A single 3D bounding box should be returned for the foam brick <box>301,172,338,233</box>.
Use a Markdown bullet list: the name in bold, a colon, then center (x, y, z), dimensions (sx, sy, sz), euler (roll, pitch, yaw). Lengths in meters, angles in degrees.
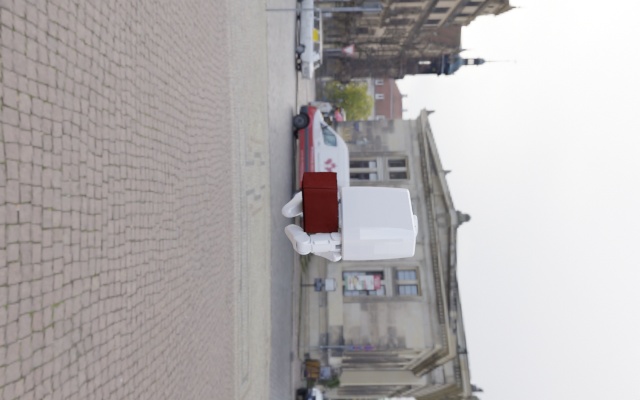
- **foam brick**: center (0.000, 0.002, 0.701), dimensions (0.051, 0.078, 0.053), euler (-1, 31, 2)
